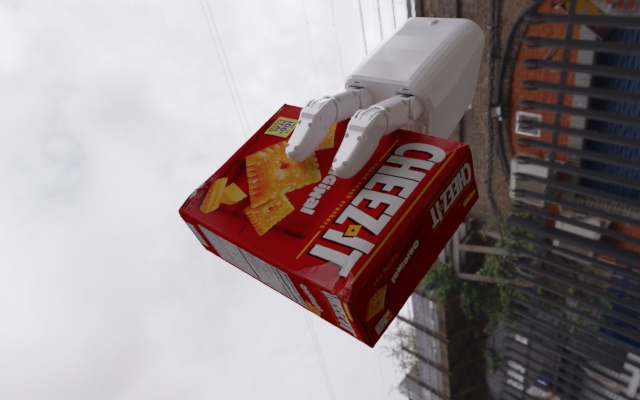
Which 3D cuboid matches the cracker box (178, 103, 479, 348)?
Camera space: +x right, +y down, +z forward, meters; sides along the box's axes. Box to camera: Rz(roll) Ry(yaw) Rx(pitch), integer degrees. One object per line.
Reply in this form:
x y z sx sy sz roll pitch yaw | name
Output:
0.000 0.001 0.421 0.213 0.164 0.072 21 -30 40 | cracker box
